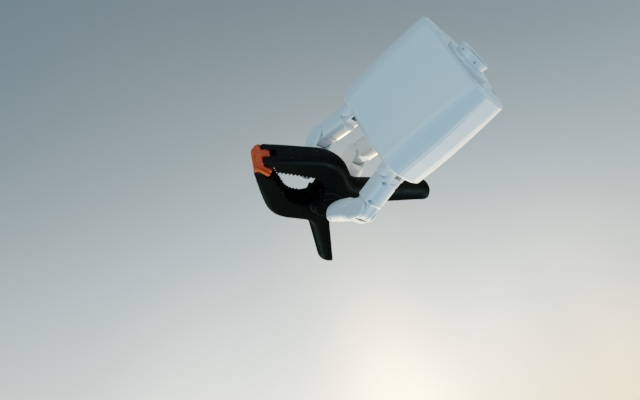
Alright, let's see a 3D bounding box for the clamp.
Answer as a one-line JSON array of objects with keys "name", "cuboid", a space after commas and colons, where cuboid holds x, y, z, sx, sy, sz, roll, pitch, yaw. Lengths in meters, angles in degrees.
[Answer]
[{"name": "clamp", "cuboid": [0.000, 0.002, 0.524, 0.210, 0.036, 0.165, 21, -52, -38]}]
